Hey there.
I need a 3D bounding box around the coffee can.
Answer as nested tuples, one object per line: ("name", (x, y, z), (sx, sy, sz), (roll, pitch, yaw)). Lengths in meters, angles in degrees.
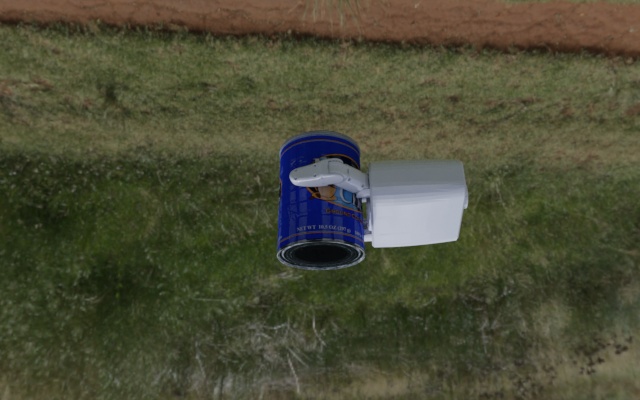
("coffee can", (0.000, 0.002, 0.578), (0.103, 0.140, 0.103), (-1, -25, 0))
